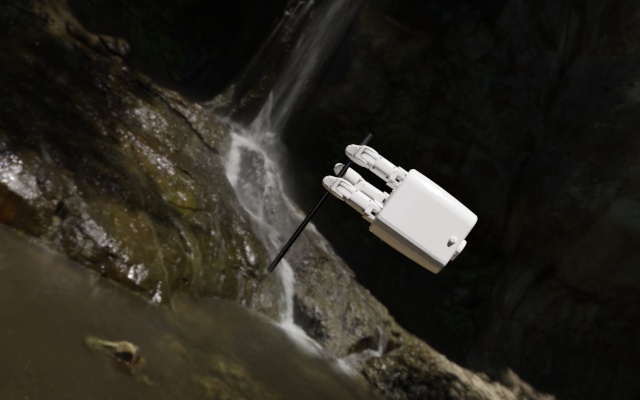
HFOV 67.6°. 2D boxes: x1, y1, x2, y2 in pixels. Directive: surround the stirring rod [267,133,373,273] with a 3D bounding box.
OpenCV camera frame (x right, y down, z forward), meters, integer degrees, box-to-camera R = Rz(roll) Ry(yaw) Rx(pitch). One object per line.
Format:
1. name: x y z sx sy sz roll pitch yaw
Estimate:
1. stirring rod: 0.000 0.002 0.672 0.011 0.239 0.011 36 -4 3
